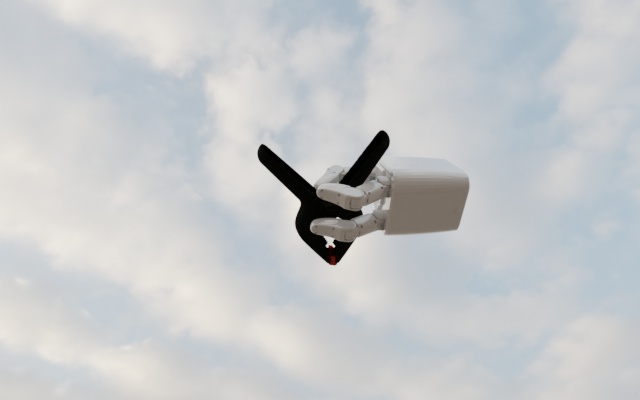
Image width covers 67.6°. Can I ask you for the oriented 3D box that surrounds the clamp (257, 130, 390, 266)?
[{"bbox_3d":[0.000,0.002,0.640,0.164,0.210,0.036,-1,36,-6],"label":"clamp"}]
